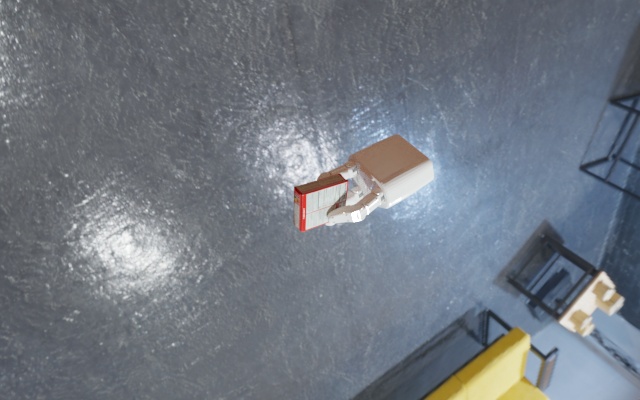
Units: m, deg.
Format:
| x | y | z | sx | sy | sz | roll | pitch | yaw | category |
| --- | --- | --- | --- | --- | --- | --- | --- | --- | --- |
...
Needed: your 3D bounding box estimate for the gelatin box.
| x | y | z | sx | sy | sz | roll | pitch | yaw | category |
| --- | --- | --- | --- | --- | --- | --- | --- | --- | --- |
| 0.000 | 0.003 | 0.770 | 0.089 | 0.073 | 0.030 | -19 | 40 | -28 | gelatin box |
